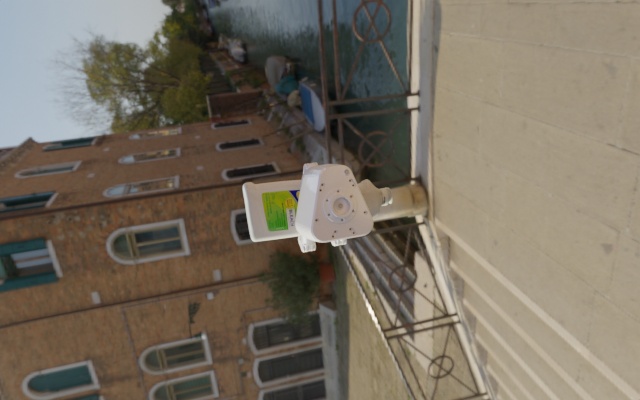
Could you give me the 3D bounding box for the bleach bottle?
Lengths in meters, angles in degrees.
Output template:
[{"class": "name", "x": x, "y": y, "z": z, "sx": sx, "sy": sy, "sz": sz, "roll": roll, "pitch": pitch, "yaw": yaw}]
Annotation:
[{"class": "bleach bottle", "x": 0.000, "y": 0.003, "z": 0.816, "sx": 0.251, "sy": 0.102, "sz": 0.068, "roll": -9, "pitch": 4, "yaw": -12}]
